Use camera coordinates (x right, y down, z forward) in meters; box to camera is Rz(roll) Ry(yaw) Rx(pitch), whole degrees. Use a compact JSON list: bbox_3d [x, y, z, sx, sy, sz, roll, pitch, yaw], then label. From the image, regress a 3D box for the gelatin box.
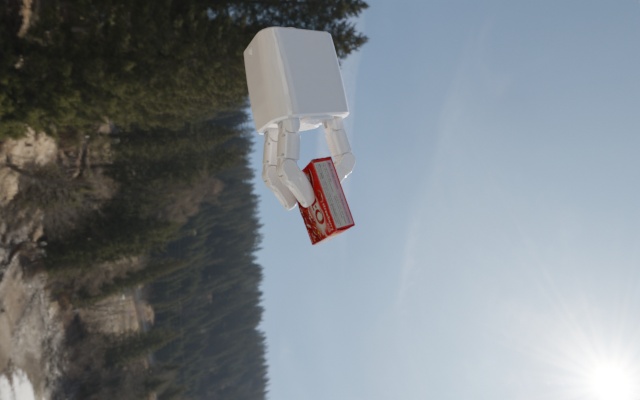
[{"bbox_3d":[0.001,0.002,0.573,0.030,0.089,0.073,-14,-11,-27],"label":"gelatin box"}]
